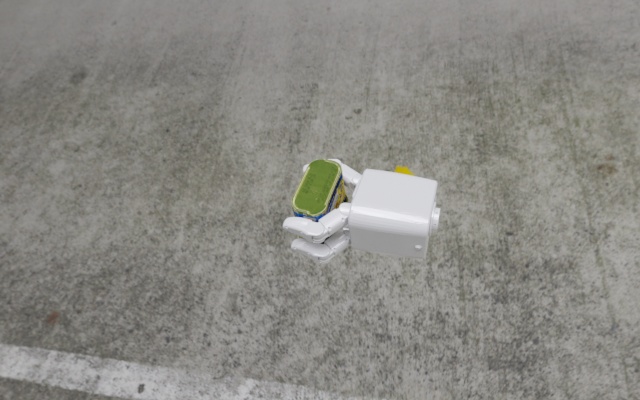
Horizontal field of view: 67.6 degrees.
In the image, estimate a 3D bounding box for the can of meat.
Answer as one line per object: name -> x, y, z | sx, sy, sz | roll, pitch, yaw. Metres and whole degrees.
can of meat -> 0.000, 0.002, 0.692 | 0.057, 0.102, 0.084 | 13, -32, 17
